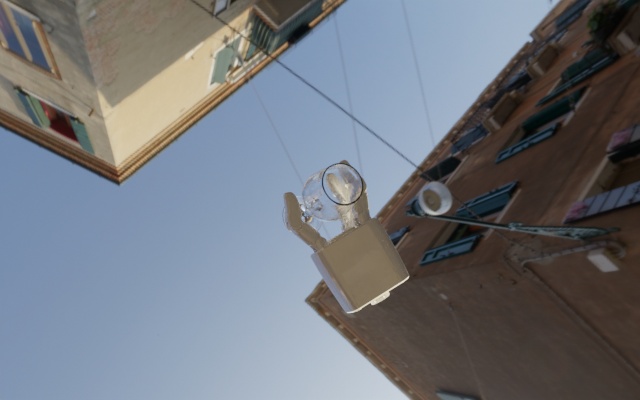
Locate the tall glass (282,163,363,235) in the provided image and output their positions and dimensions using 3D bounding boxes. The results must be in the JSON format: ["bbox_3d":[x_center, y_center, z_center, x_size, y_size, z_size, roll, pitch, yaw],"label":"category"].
[{"bbox_3d":[0.000,0.003,0.750,0.079,0.079,0.201,0,-15,-19],"label":"tall glass"}]
